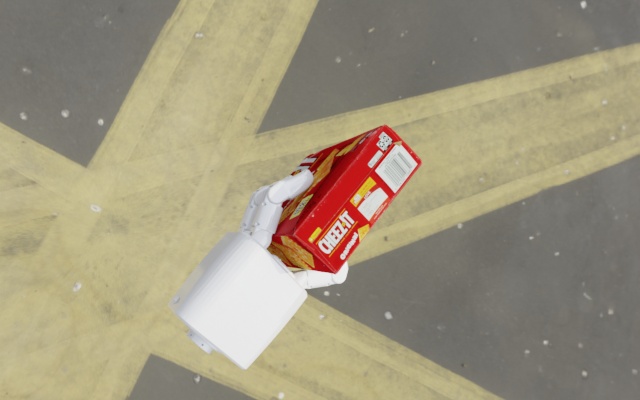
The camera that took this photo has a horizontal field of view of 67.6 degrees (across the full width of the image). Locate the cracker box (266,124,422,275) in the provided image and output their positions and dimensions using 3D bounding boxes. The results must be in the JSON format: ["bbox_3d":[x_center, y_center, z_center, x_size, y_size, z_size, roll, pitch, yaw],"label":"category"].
[{"bbox_3d":[0.000,0.002,0.585,0.072,0.164,0.214,45,-19,-15],"label":"cracker box"}]
